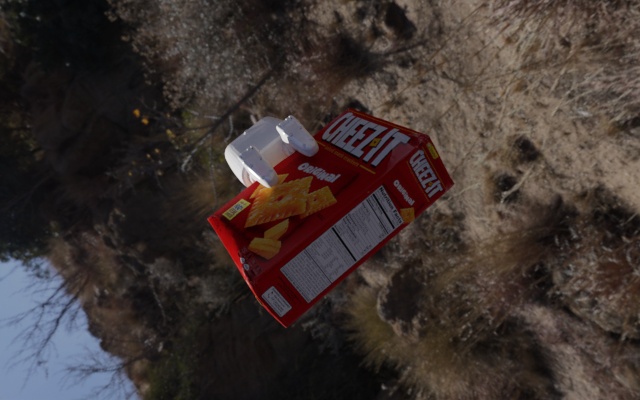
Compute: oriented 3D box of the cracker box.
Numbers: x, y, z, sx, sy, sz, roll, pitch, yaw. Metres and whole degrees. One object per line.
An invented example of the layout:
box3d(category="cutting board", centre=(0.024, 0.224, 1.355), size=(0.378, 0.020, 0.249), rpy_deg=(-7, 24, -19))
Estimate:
box3d(category="cracker box", centre=(0.000, 0.002, 0.498), size=(0.213, 0.072, 0.164), rpy_deg=(-40, 31, -7))
